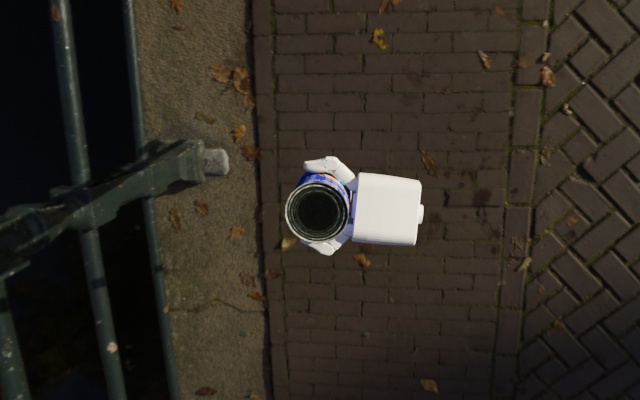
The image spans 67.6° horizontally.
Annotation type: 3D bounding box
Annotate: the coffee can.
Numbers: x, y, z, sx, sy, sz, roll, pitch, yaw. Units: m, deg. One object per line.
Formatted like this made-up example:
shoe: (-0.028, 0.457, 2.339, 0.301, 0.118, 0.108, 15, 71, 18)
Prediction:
coffee can: (0.000, 0.003, 0.821, 0.103, 0.103, 0.140, 0, 14, 6)
